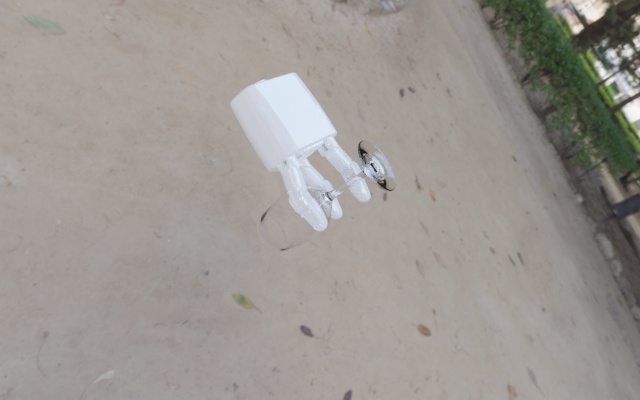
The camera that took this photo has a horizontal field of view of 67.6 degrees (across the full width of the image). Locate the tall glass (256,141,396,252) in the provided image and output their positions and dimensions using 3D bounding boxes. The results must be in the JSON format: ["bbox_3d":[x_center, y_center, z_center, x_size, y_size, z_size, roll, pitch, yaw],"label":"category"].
[{"bbox_3d":[0.001,0.002,0.652,0.201,0.079,0.079,-33,-19,31],"label":"tall glass"}]
